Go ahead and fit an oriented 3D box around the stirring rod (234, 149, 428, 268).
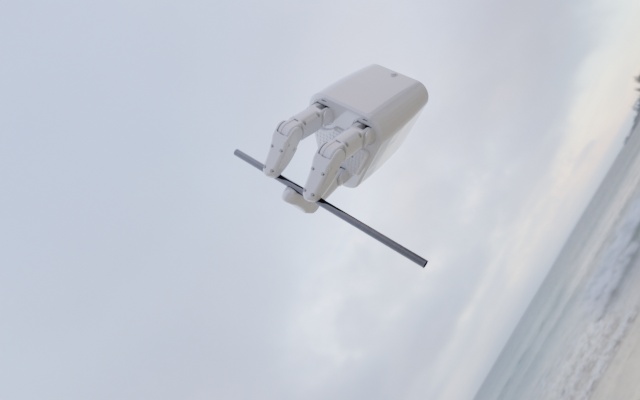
[{"bbox_3d":[0.000,0.002,0.475,0.239,0.011,0.011,31,14,26],"label":"stirring rod"}]
